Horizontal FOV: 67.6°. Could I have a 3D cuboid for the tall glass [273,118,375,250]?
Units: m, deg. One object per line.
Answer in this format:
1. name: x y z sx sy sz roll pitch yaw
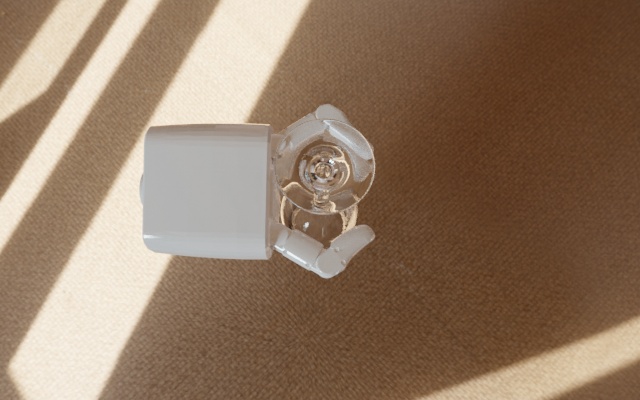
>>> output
1. tall glass: 0.000 0.001 0.441 0.079 0.079 0.201 0 -16 -1
